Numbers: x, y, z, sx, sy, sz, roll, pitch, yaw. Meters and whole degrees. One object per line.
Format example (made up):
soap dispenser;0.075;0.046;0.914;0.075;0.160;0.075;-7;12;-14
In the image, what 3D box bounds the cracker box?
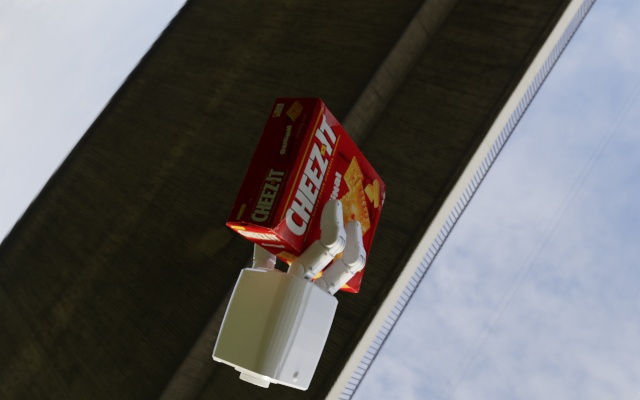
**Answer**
cracker box;0.000;0.002;0.589;0.072;0.164;0.214;5;-23;32
